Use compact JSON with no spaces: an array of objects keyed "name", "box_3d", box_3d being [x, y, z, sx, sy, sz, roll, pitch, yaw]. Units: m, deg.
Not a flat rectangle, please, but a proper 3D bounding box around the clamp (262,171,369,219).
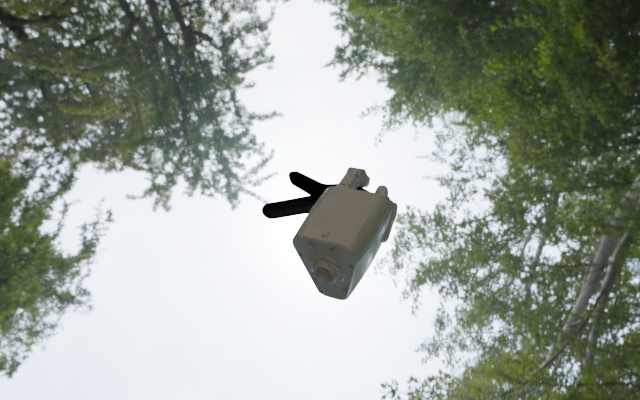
[{"name":"clamp","box_3d":[0.000,0.003,0.717,0.171,0.039,0.120,11,41,26]}]
